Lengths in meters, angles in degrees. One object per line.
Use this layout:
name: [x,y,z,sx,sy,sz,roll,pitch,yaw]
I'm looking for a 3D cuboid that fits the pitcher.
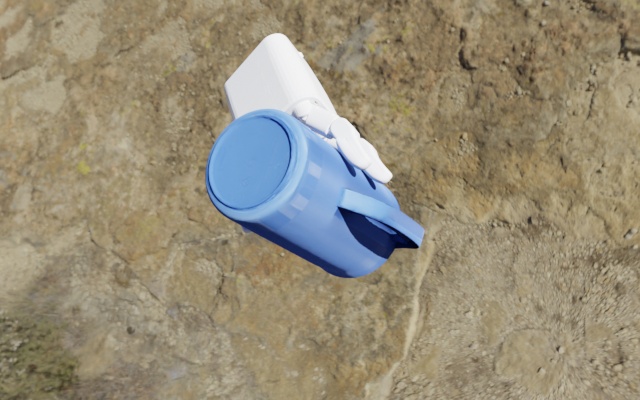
pitcher: [0.000,0.002,0.513,0.149,0.145,0.243,-32,-28,14]
